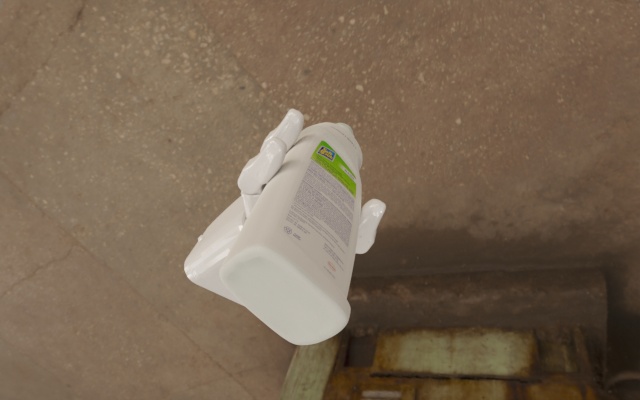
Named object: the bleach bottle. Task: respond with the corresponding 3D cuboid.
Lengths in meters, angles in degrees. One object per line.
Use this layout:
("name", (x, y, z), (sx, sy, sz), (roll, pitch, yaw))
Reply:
("bleach bottle", (0.000, 0.001, 0.443), (0.068, 0.102, 0.250), (-34, 20, 33))
